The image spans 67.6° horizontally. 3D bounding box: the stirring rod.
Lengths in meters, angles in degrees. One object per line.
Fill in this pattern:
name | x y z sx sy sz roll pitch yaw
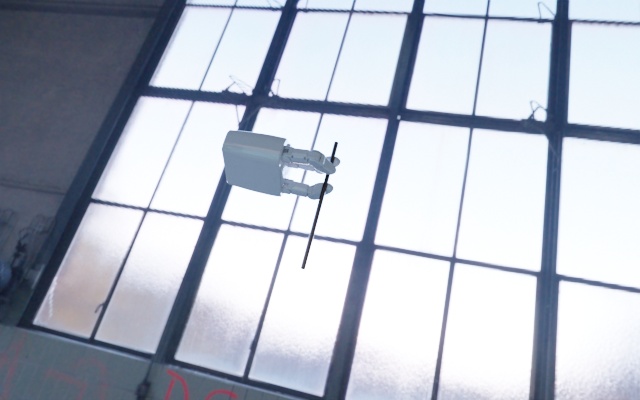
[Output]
stirring rod | 0.000 0.003 0.811 0.011 0.239 0.011 13 -23 6
